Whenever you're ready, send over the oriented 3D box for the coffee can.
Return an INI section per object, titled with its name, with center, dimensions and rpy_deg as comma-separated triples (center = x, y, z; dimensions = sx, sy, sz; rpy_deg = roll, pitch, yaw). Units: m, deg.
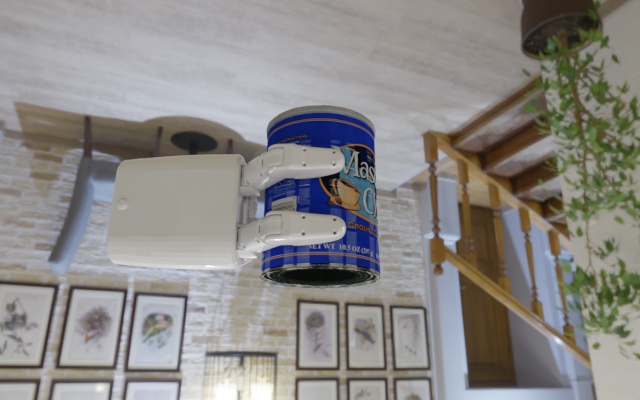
[coffee can]
center = 0.000, 0.001, 0.430
dimensions = 0.103, 0.140, 0.103
rpy_deg = 0, -19, 0
